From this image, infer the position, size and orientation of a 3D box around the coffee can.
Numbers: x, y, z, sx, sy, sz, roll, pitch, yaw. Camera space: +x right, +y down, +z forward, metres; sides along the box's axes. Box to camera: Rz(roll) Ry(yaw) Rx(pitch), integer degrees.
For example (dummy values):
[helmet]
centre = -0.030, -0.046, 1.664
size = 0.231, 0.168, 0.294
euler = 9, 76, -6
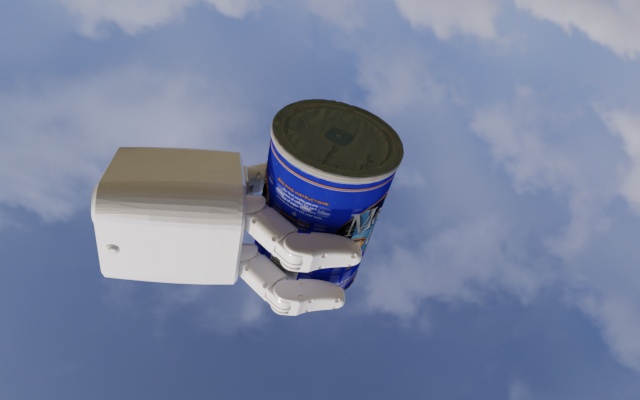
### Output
[coffee can]
centre = 0.000, 0.001, 0.406
size = 0.103, 0.140, 0.102
euler = 9, 40, -8
